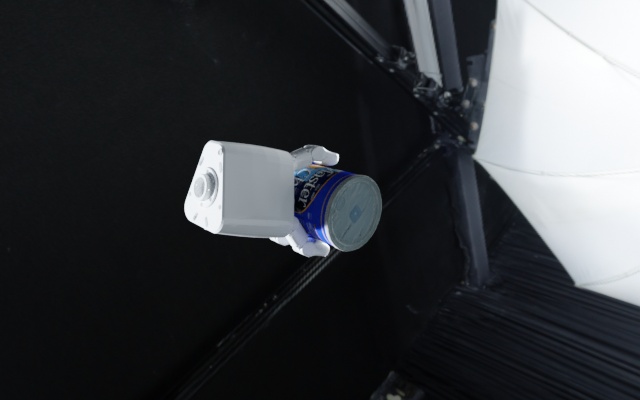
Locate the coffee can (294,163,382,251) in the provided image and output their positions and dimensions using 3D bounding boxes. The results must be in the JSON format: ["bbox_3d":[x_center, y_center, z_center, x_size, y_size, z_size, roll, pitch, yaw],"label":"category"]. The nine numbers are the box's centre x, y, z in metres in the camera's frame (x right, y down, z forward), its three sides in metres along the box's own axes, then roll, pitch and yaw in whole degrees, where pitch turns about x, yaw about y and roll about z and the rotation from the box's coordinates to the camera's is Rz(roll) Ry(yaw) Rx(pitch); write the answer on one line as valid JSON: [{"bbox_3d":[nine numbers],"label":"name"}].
[{"bbox_3d":[0.000,0.002,0.672,0.103,0.103,0.140,0,13,-44],"label":"coffee can"}]
